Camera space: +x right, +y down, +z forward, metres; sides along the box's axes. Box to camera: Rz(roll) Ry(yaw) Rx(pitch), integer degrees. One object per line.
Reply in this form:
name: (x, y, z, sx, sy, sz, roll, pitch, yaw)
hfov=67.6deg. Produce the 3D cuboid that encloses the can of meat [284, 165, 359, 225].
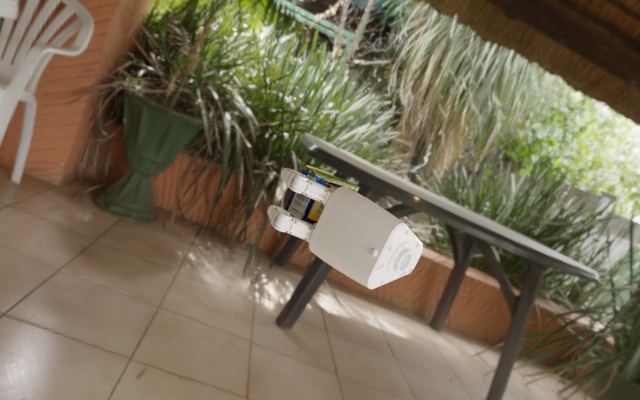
can of meat: (0.000, 0.002, 0.697, 0.057, 0.084, 0.102, 32, 11, 38)
